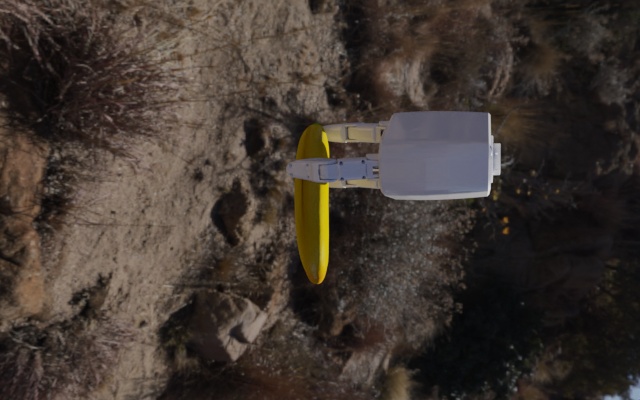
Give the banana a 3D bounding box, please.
[{"bbox_3d":[-0.006,-0.005,0.545,0.037,0.197,0.070,-2,-12,19],"label":"banana"}]
